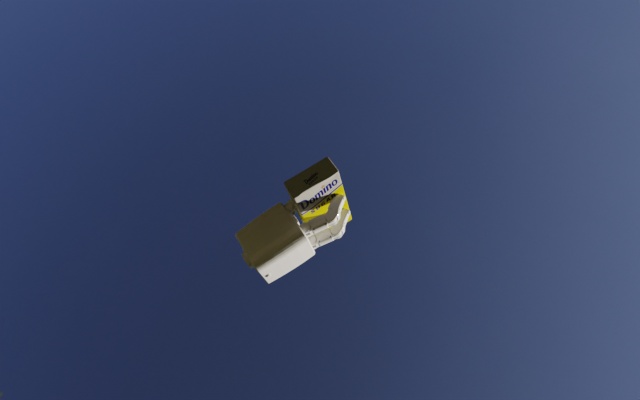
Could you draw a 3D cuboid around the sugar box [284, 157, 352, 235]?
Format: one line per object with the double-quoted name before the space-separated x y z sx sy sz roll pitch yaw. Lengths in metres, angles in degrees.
"sugar box" 0.000 0.003 0.889 0.093 0.048 0.176 -31 -29 -6
